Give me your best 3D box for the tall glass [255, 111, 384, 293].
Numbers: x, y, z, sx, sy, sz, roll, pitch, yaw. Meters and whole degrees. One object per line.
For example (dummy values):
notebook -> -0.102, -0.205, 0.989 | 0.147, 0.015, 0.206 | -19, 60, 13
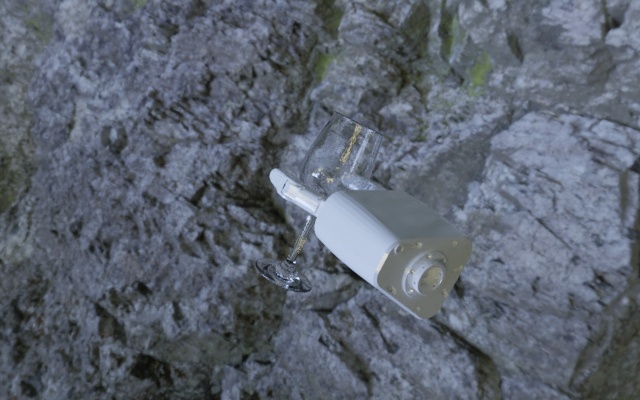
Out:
tall glass -> 0.000, 0.002, 0.550 | 0.079, 0.201, 0.079 | 25, 10, -5
